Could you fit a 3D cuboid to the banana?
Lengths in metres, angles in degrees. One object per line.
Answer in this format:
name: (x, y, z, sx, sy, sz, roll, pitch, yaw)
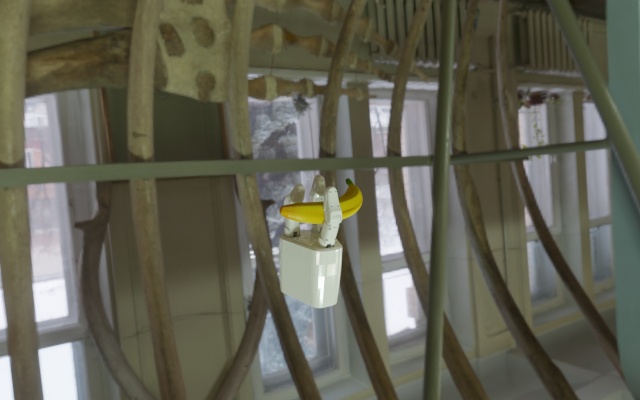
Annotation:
banana: (0.017, 0.009, 0.809, 0.069, 0.037, 0.197, 26, 29, 30)
